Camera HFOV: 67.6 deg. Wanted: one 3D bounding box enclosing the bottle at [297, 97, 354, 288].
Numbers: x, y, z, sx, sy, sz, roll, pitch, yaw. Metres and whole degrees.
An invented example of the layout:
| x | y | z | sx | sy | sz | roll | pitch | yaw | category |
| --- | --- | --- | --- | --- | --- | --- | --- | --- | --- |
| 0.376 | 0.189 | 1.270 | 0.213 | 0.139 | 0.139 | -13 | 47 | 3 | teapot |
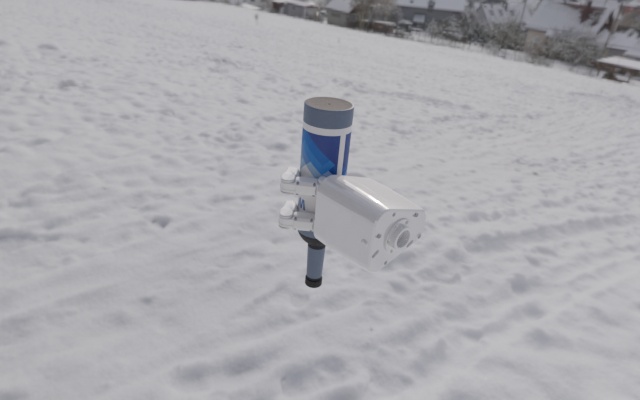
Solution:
| x | y | z | sx | sy | sz | roll | pitch | yaw | category |
| --- | --- | --- | --- | --- | --- | --- | --- | --- | --- |
| 0.000 | 0.002 | 0.697 | 0.069 | 0.296 | 0.069 | 4 | 28 | -2 | bottle |
